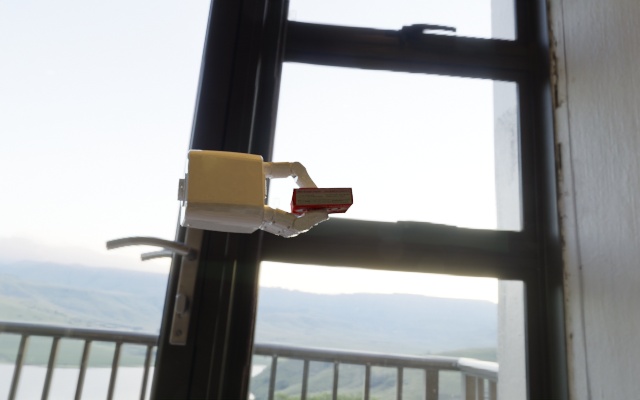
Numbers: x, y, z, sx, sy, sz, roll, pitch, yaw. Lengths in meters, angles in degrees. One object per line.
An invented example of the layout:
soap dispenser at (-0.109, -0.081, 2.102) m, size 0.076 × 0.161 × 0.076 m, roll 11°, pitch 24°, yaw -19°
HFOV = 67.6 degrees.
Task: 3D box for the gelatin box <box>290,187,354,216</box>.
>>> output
gelatin box at (0.000, 0.002, 0.715) m, size 0.089 × 0.030 × 0.073 m, roll -2°, pitch -12°, yaw -7°
